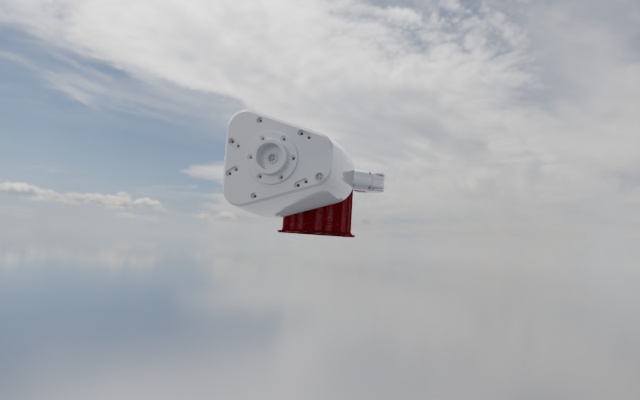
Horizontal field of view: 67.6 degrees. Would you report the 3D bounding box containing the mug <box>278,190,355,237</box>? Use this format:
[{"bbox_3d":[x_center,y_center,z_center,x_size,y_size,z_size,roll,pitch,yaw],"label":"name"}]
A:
[{"bbox_3d":[0.000,0.002,0.587,0.093,0.081,0.117,3,-5,12],"label":"mug"}]
